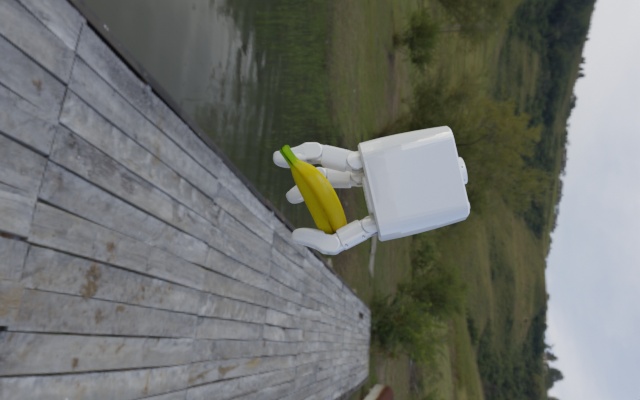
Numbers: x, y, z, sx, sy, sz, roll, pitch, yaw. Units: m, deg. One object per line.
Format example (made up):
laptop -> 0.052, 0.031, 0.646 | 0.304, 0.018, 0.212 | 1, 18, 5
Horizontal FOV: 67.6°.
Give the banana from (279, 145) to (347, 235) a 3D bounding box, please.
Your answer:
banana -> 0.006, 0.013, 0.578 | 0.037, 0.069, 0.198 | -27, -39, -2
